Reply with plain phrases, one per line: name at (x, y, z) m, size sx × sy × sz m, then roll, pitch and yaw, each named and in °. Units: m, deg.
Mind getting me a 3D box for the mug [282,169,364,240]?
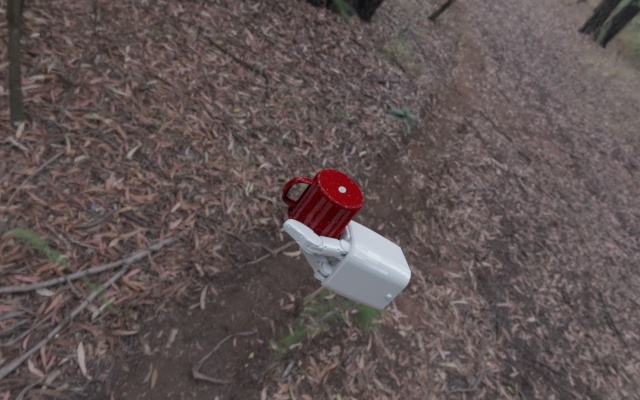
mug at (-0.001, 0.001, 0.705) m, size 0.117 × 0.081 × 0.093 m, roll 28°, pitch 35°, yaw -13°
